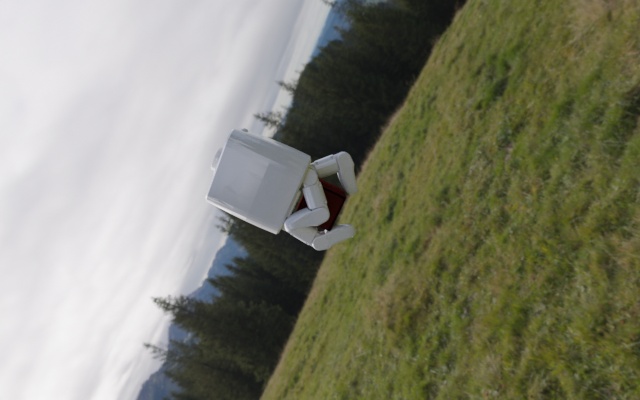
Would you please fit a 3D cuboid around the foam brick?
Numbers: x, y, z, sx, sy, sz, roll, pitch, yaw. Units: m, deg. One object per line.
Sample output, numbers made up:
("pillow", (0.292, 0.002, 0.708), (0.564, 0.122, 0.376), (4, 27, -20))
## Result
("foam brick", (0.000, 0.002, 0.661), (0.051, 0.053, 0.078), (25, 7, -4))
